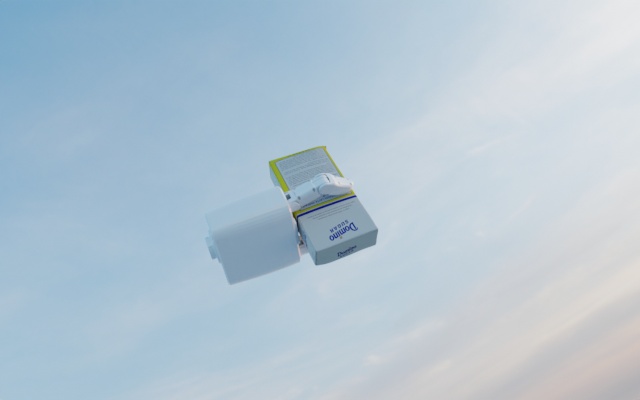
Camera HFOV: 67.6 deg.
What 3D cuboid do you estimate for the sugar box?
[{"bbox_3d":[0.000,0.003,0.678,0.093,0.176,0.048,-19,-35,-14],"label":"sugar box"}]
